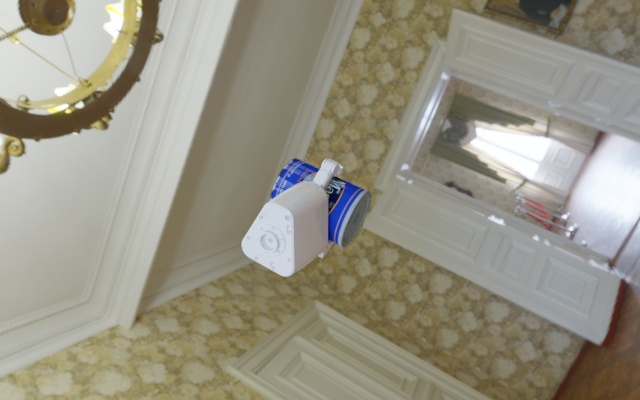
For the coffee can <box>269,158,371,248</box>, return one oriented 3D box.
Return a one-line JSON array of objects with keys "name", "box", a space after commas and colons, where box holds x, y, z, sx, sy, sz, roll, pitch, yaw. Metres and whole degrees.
[{"name": "coffee can", "box": [0.000, 0.003, 0.805, 0.140, 0.103, 0.103, 26, 8, 18]}]
